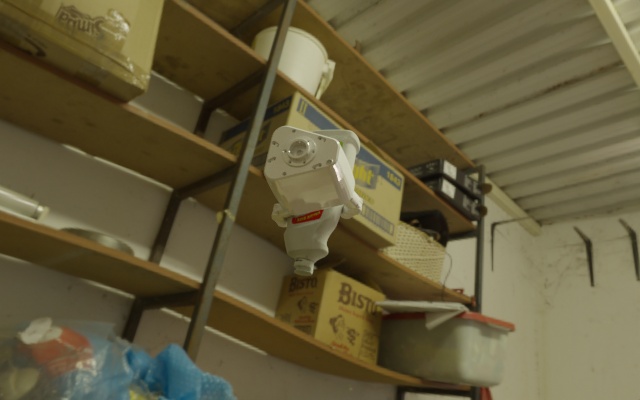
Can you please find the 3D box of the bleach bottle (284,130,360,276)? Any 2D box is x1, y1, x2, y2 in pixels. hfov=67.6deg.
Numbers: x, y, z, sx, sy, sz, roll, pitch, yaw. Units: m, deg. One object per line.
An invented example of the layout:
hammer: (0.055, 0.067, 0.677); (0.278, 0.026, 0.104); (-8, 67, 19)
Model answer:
bleach bottle: (0.000, 0.003, 0.799); (0.102, 0.250, 0.068); (1, -26, 18)
